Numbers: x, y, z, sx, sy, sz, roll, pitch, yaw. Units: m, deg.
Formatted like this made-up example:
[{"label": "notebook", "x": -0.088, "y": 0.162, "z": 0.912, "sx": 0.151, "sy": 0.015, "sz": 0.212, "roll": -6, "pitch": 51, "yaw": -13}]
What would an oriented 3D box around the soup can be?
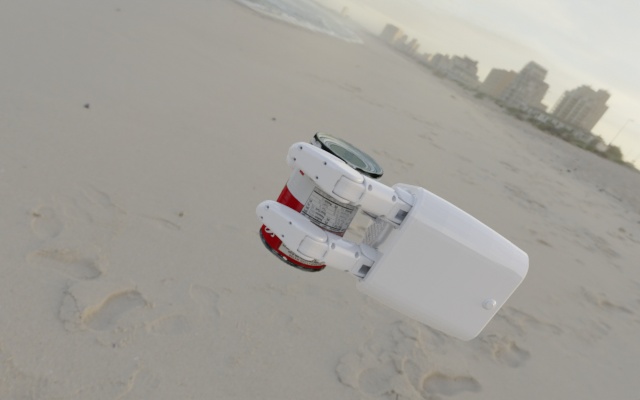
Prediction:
[{"label": "soup can", "x": 0.000, "y": 0.001, "z": 0.411, "sx": 0.068, "sy": 0.102, "sz": 0.068, "roll": 27, "pitch": 19, "yaw": -11}]
